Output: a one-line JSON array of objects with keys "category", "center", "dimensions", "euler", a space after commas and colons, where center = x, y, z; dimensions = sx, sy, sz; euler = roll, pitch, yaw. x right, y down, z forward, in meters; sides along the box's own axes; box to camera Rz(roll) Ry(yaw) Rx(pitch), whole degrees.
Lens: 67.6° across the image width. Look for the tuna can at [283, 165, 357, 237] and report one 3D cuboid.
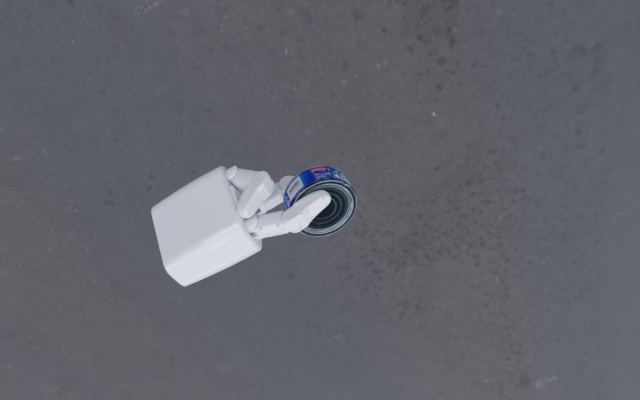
[{"category": "tuna can", "center": [0.000, 0.002, 0.580], "dimensions": [0.086, 0.086, 0.033], "euler": [0, 34, -20]}]
